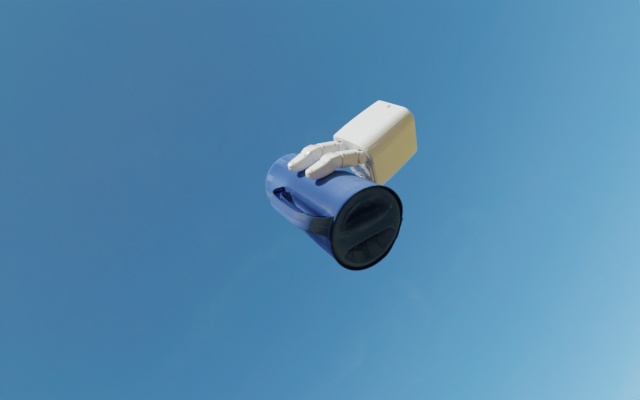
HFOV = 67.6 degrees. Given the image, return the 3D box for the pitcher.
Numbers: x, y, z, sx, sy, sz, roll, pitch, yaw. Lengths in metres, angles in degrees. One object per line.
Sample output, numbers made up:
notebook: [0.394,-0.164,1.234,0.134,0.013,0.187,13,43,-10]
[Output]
pitcher: [0.000,0.002,0.770,0.145,0.149,0.242,-43,38,-13]
